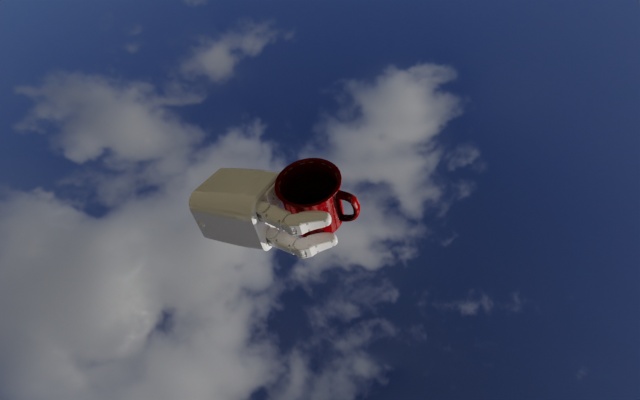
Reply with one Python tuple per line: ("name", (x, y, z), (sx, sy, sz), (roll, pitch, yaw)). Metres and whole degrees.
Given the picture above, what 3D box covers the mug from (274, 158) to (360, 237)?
("mug", (0.002, 0.002, 0.672), (0.117, 0.093, 0.082), (9, -39, 19))
